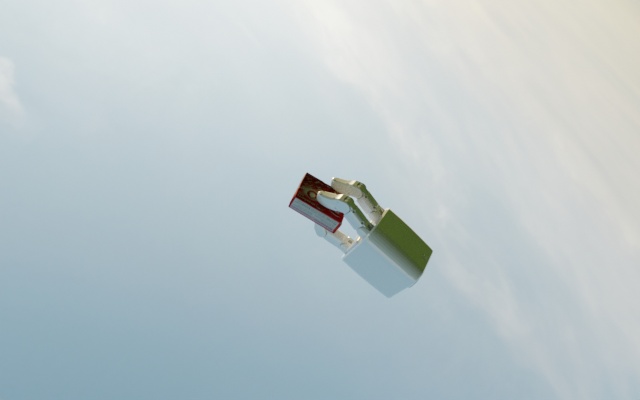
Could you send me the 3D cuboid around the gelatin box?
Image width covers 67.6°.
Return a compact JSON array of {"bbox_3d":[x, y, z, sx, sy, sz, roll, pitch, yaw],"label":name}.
[{"bbox_3d":[0.000,0.003,0.782,0.089,0.030,0.073,30,38,-6],"label":"gelatin box"}]
